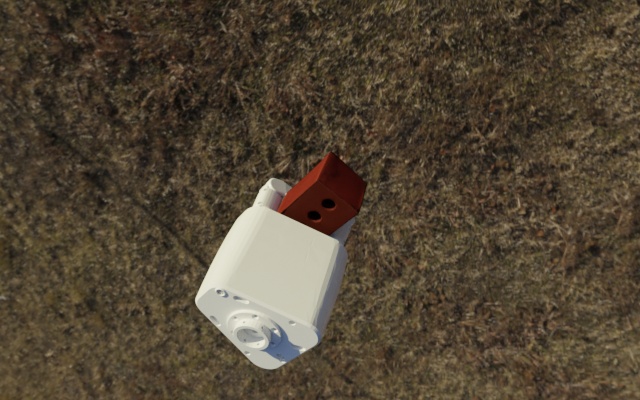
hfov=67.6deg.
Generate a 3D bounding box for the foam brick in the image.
[{"bbox_3d":[0.000,0.001,0.480,0.078,0.053,0.051,-41,16,36],"label":"foam brick"}]
